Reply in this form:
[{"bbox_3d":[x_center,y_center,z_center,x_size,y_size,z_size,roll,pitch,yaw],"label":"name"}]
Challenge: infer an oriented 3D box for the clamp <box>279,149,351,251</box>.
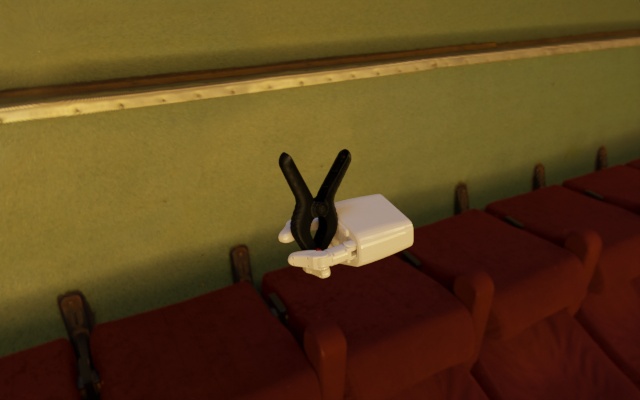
[{"bbox_3d":[0.000,0.003,0.709,0.120,0.171,0.039,-14,22,-26],"label":"clamp"}]
